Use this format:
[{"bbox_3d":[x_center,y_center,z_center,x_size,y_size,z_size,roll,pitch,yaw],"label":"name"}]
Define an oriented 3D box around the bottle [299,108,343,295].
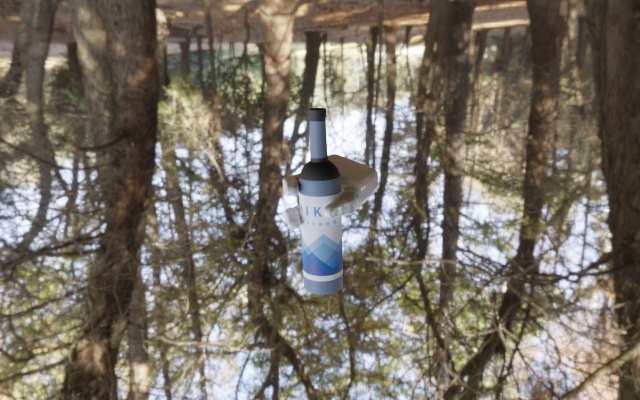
[{"bbox_3d":[0.000,0.003,0.761,0.069,0.296,0.069,-2,17,1],"label":"bottle"}]
